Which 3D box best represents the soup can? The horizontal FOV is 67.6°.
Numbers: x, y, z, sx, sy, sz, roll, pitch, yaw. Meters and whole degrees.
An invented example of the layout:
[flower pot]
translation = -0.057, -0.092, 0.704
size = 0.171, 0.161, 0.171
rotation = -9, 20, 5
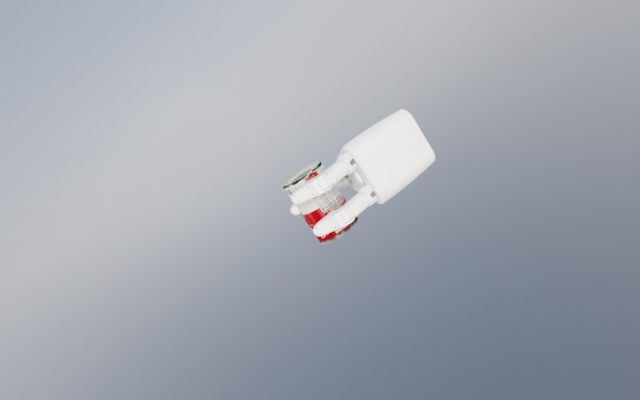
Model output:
[soup can]
translation = 0.000, 0.002, 0.697
size = 0.068, 0.102, 0.068
rotation = -32, 12, 8
